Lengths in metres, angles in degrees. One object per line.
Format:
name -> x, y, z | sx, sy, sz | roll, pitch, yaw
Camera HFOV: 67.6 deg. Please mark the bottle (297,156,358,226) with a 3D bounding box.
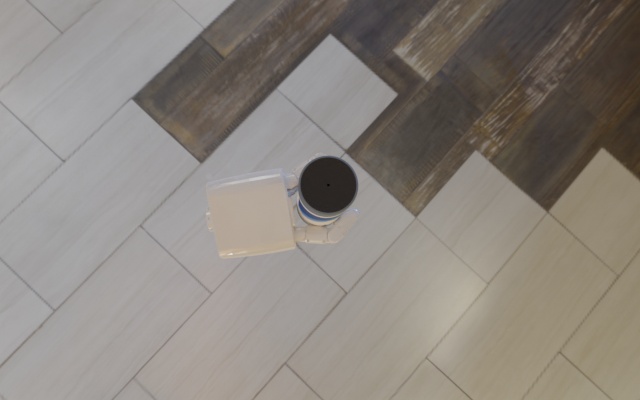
bottle -> 0.000, 0.002, 0.669 | 0.069, 0.069, 0.296 | 0, -8, -3
